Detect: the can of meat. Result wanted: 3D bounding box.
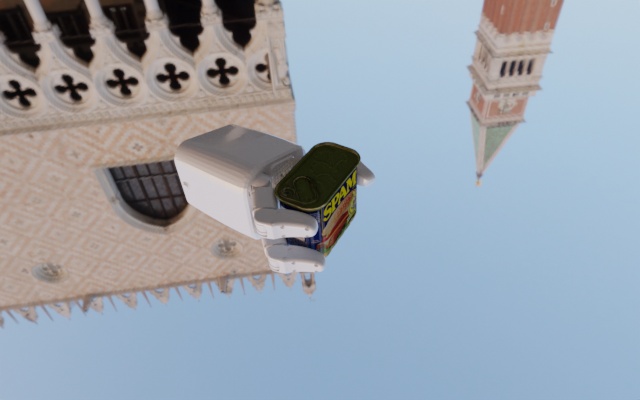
[{"bbox_3d":[0.000,0.002,0.511,0.057,0.084,0.102,21,49,23],"label":"can of meat"}]
